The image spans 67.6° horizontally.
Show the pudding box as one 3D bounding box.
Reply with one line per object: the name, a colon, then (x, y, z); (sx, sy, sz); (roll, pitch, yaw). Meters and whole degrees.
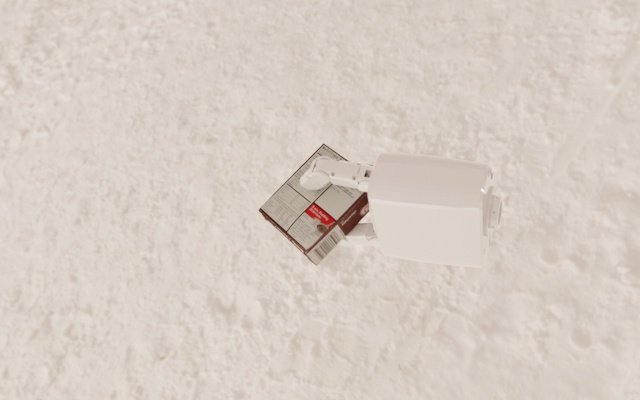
pudding box: (0.000, 0.002, 0.537); (0.090, 0.113, 0.039); (39, -11, 34)
